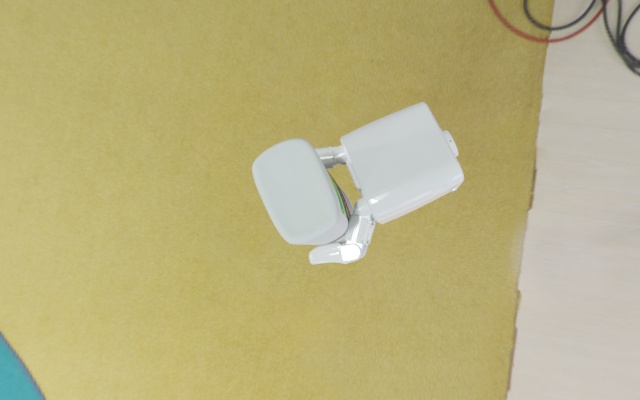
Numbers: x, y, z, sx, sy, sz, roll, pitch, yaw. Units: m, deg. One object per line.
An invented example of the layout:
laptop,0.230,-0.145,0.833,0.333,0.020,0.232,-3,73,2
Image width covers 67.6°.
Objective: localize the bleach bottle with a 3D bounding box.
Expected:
bleach bottle,0.000,0.002,0.570,0.068,0.102,0.251,-25,-9,8
